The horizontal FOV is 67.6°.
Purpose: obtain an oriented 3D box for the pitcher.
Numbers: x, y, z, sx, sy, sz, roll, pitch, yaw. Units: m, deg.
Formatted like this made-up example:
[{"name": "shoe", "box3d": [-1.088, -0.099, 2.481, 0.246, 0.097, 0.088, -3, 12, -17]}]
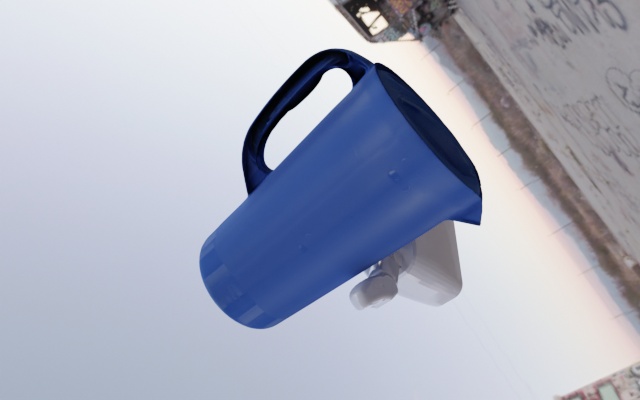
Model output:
[{"name": "pitcher", "box3d": [0.000, 0.001, 0.416, 0.243, 0.149, 0.145, -39, -43, 24]}]
